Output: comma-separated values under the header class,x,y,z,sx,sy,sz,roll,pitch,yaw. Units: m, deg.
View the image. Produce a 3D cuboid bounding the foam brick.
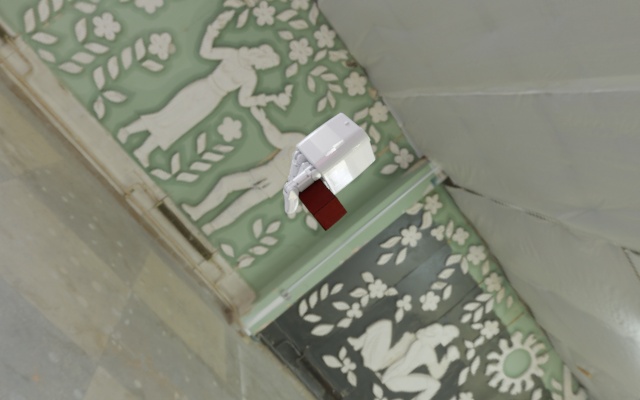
class,x,y,z,sx,sy,sz,roll,pitch,yaw
foam brick,0.000,0.003,0.837,0.078,0.051,0.053,49,-4,43
